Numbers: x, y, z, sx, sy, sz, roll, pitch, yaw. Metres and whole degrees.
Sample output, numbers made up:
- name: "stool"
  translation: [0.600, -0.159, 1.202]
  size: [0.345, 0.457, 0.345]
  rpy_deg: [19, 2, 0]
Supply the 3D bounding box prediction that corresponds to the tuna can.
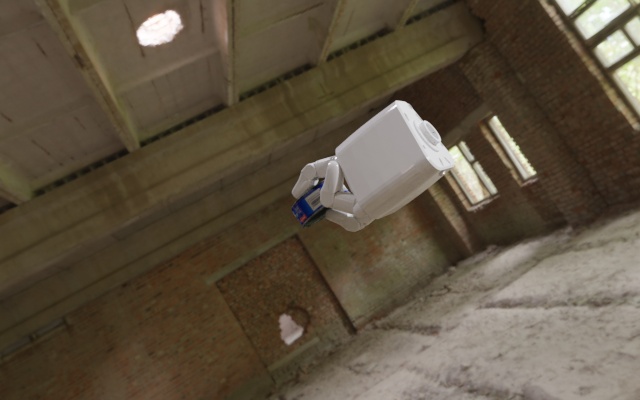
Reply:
- name: "tuna can"
  translation: [0.000, 0.002, 0.698]
  size: [0.086, 0.033, 0.086]
  rpy_deg: [-35, -10, -7]
